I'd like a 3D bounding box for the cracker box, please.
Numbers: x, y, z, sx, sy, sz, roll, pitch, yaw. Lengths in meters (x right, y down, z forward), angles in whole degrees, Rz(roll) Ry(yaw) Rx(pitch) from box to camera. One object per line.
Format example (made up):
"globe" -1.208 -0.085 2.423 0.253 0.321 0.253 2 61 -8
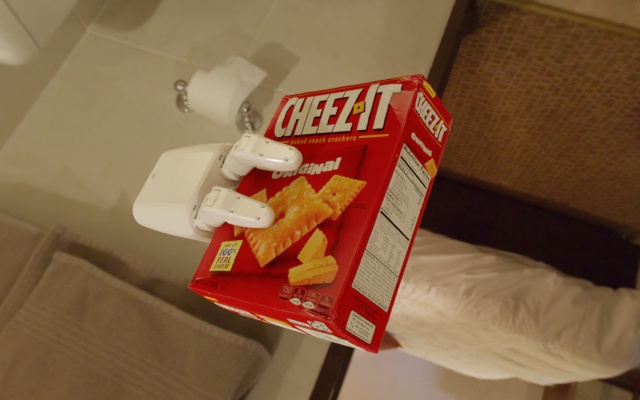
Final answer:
"cracker box" 0.000 0.002 0.410 0.164 0.213 0.072 3 -28 41
